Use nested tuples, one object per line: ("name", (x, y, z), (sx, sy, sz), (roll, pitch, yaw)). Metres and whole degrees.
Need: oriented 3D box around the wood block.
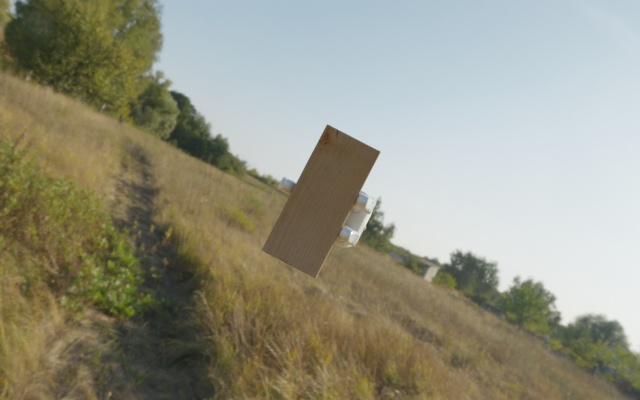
("wood block", (0.000, 0.002, 0.728), (0.091, 0.206, 0.090), (27, -3, -1))
